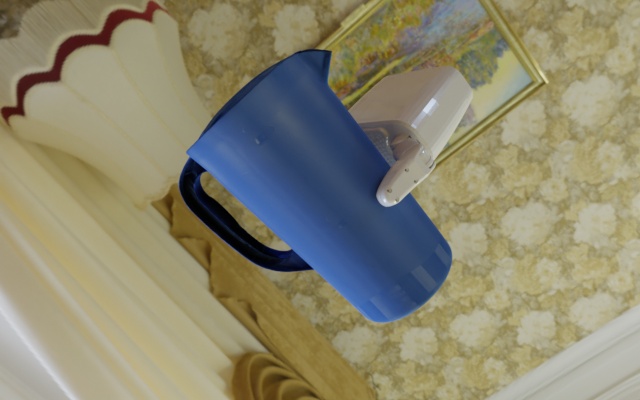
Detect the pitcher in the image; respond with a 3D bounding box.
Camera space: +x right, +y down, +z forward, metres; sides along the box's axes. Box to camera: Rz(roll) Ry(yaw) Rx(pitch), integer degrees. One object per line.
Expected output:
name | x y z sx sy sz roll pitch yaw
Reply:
pitcher | 0.000 0.001 0.439 0.145 0.243 0.149 -50 16 -29
